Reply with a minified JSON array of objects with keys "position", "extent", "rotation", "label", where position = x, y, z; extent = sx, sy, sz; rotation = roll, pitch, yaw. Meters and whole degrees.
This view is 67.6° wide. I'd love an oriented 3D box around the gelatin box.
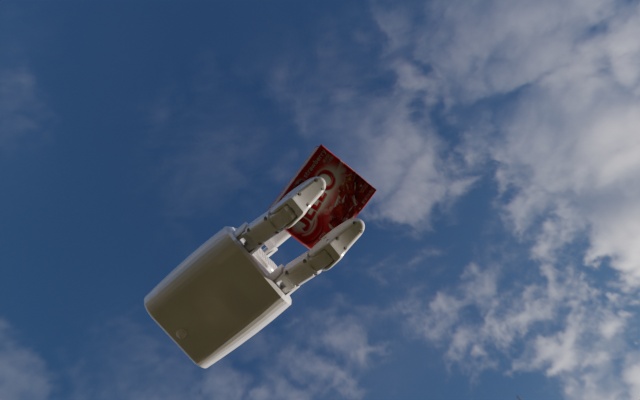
[{"position":[0.000,0.001,0.475],"extent":[0.073,0.089,0.030],"rotation":[38,-5,-11],"label":"gelatin box"}]
